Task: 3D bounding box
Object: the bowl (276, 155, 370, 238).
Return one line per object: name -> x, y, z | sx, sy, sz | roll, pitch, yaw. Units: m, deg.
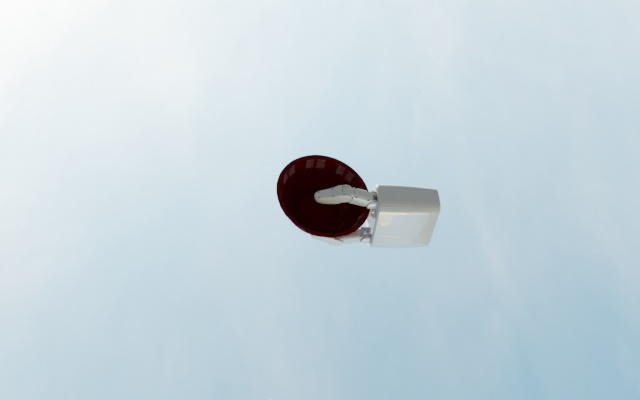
bowl -> -0.001, 0.002, 0.807 | 0.162, 0.162, 0.055 | 0, -31, -18
